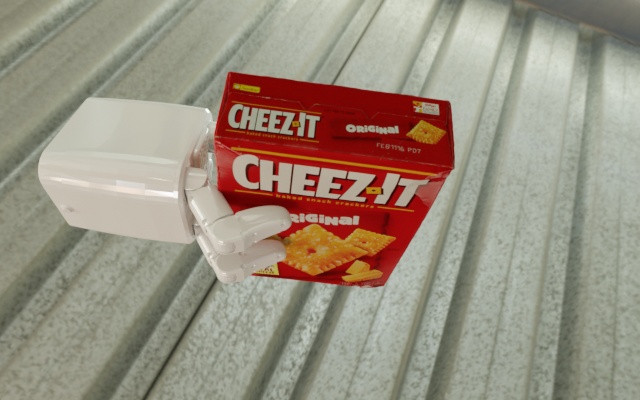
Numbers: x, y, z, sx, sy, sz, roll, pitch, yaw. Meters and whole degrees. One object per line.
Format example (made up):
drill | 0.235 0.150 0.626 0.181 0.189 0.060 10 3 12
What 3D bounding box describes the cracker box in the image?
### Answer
cracker box | 0.000 0.001 0.412 0.164 0.072 0.214 6 -32 -4
